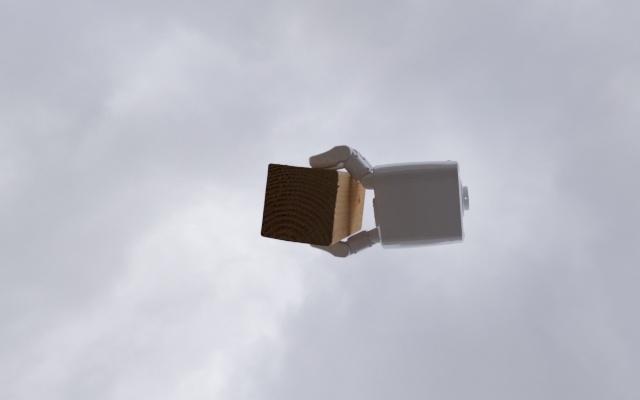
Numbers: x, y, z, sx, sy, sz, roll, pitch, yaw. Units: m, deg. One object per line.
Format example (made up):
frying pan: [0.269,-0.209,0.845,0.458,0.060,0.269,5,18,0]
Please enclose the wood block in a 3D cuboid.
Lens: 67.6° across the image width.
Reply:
wood block: [0.000,0.002,0.652,0.090,0.091,0.206,7,3,14]
